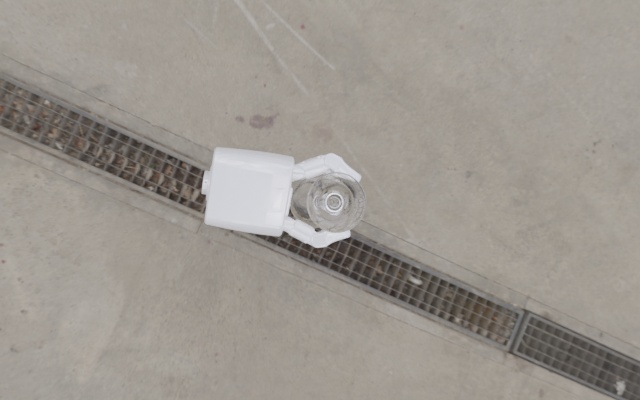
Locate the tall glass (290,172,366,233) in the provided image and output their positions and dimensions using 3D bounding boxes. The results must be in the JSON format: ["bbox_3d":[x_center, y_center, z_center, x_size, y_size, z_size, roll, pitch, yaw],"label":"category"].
[{"bbox_3d":[0.000,0.002,0.675,0.079,0.079,0.201,0,0,-11],"label":"tall glass"}]
